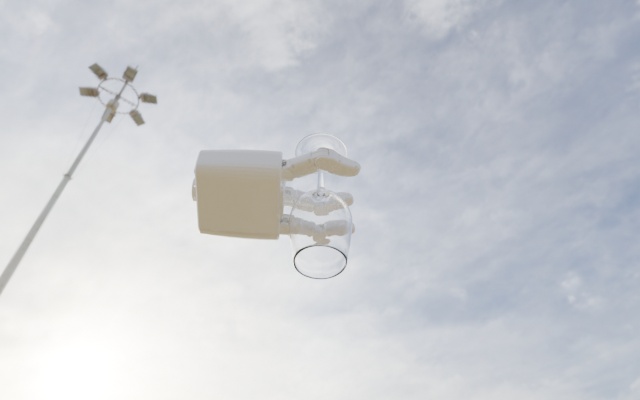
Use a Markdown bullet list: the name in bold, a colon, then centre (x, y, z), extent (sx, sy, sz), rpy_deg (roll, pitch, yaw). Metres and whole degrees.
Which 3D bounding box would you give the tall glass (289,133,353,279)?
- **tall glass**: centre (0.000, 0.001, 0.611), extent (0.079, 0.079, 0.200), rpy_deg (0, 44, 0)
